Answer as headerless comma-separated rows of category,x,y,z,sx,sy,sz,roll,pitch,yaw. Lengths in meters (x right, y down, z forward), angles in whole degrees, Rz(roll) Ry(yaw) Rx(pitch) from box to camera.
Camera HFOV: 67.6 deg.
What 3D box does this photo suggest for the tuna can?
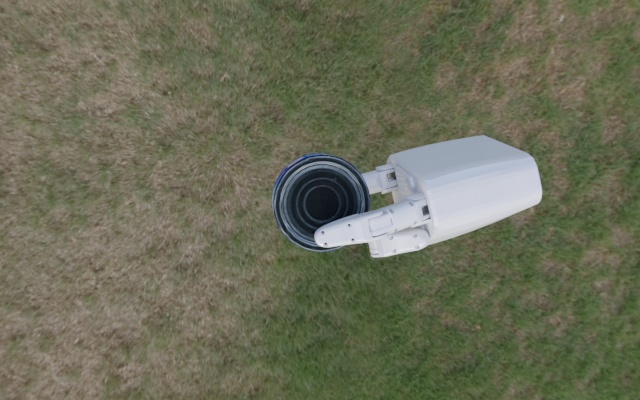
tuna can,0.000,0.001,0.421,0.086,0.086,0.033,0,7,-6
